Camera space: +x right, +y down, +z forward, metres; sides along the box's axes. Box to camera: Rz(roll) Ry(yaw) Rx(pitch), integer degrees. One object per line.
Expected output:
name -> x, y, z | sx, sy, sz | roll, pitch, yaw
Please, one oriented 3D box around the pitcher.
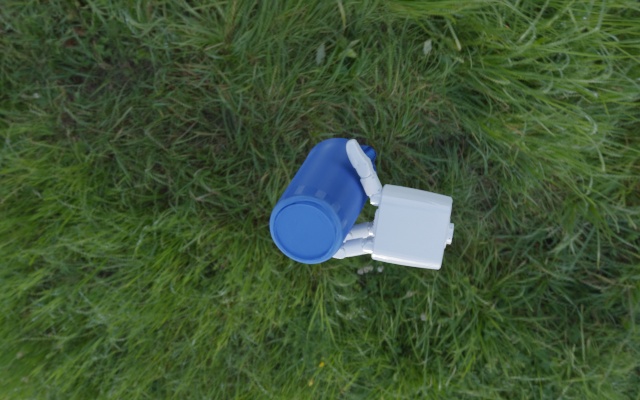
pitcher -> 0.000, 0.002, 0.765 | 0.145, 0.149, 0.242 | 11, 26, 11
